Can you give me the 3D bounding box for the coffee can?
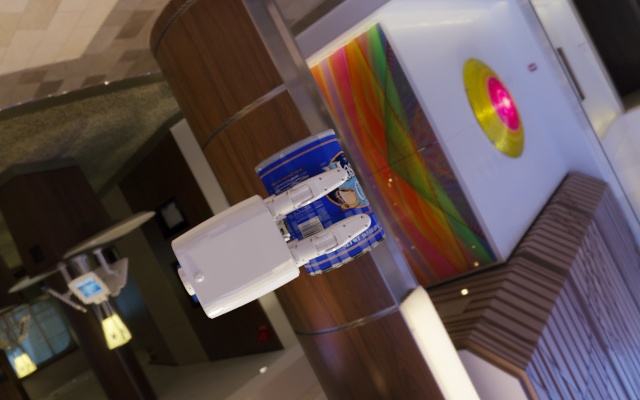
[{"bbox_3d":[0.000,0.002,0.561,0.103,0.140,0.103,-27,1,1],"label":"coffee can"}]
